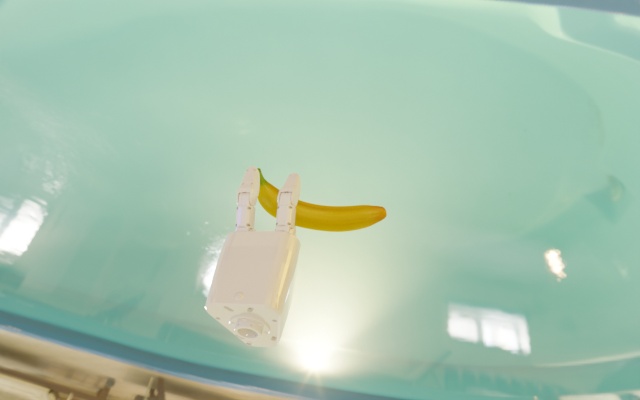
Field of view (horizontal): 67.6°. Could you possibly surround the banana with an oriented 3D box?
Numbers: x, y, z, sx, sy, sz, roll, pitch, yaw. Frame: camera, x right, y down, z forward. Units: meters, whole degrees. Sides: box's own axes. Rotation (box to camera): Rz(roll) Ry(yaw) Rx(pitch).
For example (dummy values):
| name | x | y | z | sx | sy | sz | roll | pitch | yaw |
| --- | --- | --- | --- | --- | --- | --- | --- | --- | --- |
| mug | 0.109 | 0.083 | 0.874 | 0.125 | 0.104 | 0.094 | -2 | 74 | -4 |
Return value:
| name | x | y | z | sx | sy | sz | roll | pitch | yaw |
| --- | --- | --- | --- | --- | --- | --- | --- | --- | --- |
| banana | -0.008 | 0.013 | 0.682 | 0.198 | 0.037 | 0.070 | 16 | -44 | -4 |
